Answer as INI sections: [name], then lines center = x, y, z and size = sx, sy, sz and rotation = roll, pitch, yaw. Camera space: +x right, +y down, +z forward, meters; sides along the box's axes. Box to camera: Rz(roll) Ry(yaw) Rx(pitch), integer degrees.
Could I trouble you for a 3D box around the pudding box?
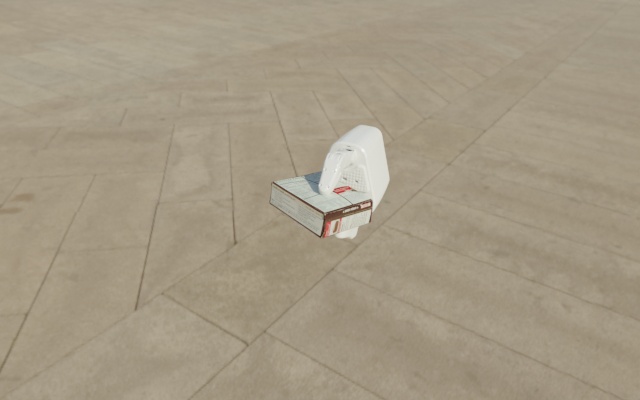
[pudding box]
center = 0.000, 0.002, 0.637
size = 0.090, 0.039, 0.113
rotation = -16, 32, -38
